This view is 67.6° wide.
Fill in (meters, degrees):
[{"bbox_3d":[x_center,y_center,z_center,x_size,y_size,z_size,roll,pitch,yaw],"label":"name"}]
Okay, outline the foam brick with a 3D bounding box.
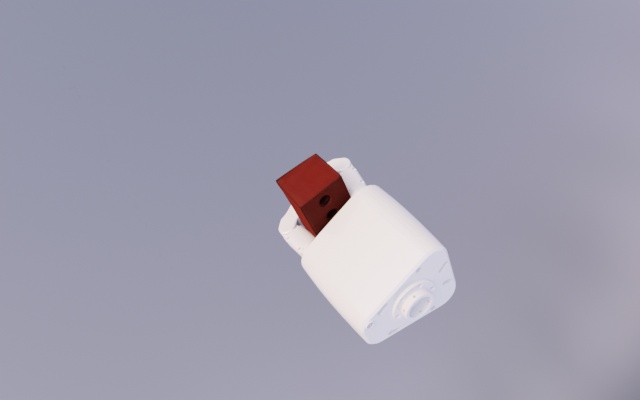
[{"bbox_3d":[0.000,0.001,0.496,0.053,0.078,0.051,-37,45,-7],"label":"foam brick"}]
